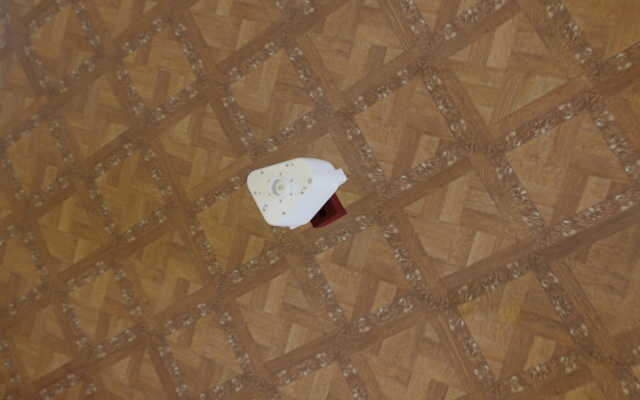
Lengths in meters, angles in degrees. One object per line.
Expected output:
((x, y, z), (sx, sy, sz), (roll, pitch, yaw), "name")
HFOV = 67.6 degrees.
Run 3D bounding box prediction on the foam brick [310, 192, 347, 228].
((0.000, 0.003, 0.834), (0.053, 0.078, 0.051), (-32, -10, 17), "foam brick")
